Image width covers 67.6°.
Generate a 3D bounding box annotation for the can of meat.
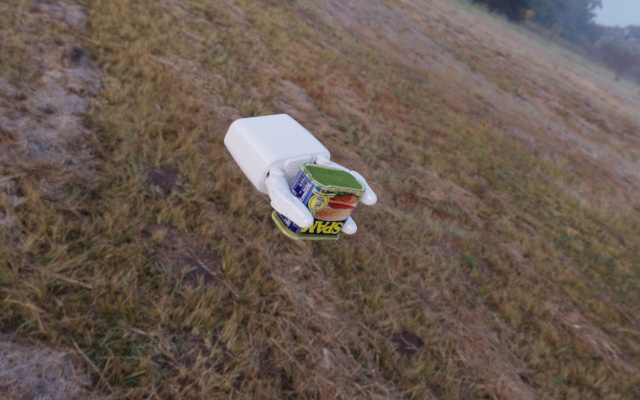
[{"bbox_3d":[0.000,0.002,0.629,0.102,0.084,0.057,6,34,-43],"label":"can of meat"}]
